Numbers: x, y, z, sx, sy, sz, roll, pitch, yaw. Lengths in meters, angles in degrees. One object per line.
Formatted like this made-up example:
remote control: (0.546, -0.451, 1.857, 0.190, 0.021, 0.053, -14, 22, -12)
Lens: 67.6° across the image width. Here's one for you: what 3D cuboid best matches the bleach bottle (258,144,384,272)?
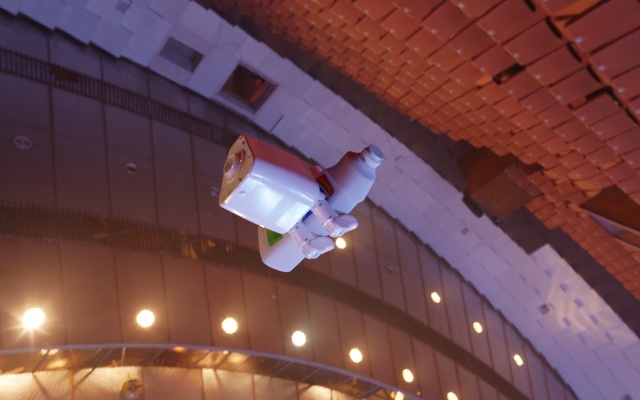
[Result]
bleach bottle: (0.000, 0.003, 0.730, 0.068, 0.102, 0.251, 25, -54, -31)
